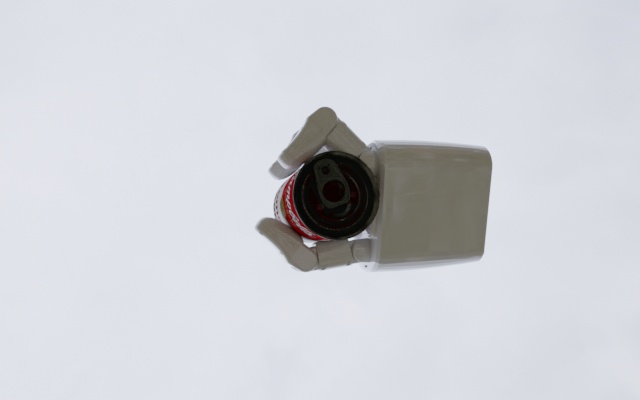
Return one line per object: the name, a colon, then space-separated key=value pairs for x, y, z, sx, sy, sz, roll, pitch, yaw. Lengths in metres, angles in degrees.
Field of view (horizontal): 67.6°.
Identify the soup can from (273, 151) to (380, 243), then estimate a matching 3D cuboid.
soup can: x=0.000 y=0.001 z=0.404 sx=0.068 sy=0.068 sz=0.102 roll=0 pitch=-6 yaw=-15
